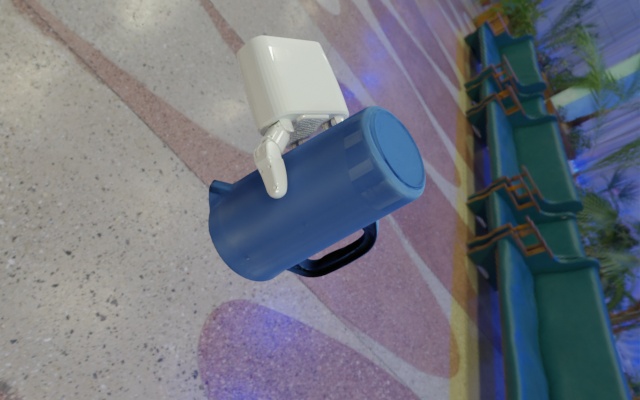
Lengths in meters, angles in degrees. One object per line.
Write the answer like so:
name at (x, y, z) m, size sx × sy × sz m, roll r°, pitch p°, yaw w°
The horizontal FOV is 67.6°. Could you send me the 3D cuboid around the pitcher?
pitcher at (0.000, 0.002, 0.556) m, size 0.243 × 0.145 × 0.149 m, roll -28°, pitch -18°, yaw 34°
